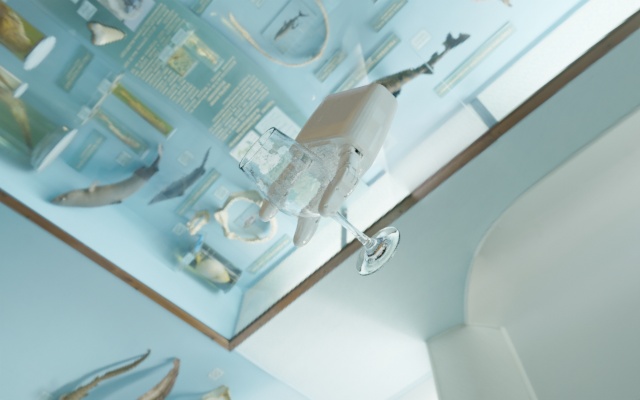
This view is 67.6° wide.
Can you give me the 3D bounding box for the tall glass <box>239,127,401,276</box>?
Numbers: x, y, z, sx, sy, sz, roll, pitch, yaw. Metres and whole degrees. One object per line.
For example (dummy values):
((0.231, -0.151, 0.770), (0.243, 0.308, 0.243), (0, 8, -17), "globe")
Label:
((0.001, 0.002, 0.563), (0.201, 0.079, 0.079), (40, -15, -19), "tall glass")
